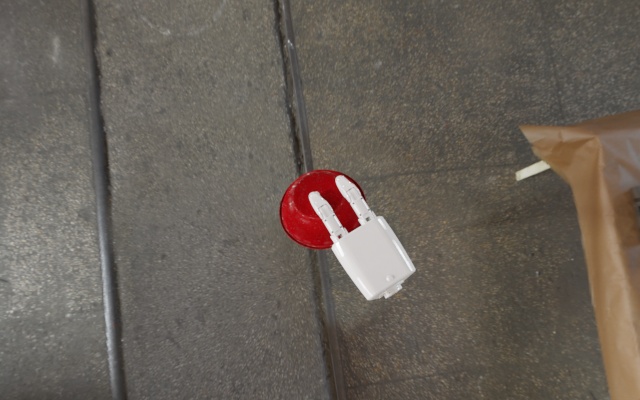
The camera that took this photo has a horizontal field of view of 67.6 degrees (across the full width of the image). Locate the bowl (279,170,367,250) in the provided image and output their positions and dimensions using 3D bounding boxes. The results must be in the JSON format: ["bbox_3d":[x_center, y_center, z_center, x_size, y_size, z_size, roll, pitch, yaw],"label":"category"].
[{"bbox_3d":[-0.001,0.002,0.850,0.162,0.162,0.055,0,-27,9],"label":"bowl"}]
